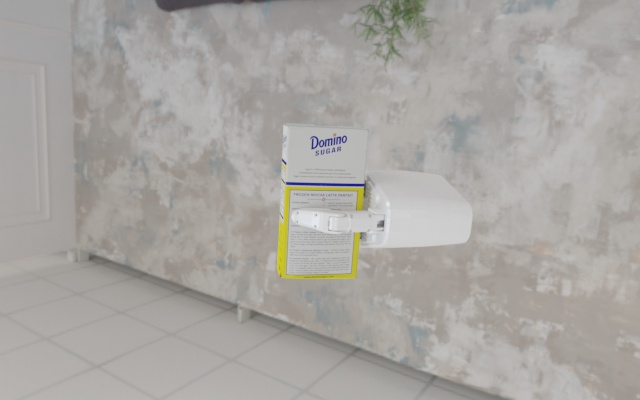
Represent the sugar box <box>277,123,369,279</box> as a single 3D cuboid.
[{"bbox_3d":[0.000,0.002,0.553,0.093,0.176,0.048,2,10,-13],"label":"sugar box"}]
